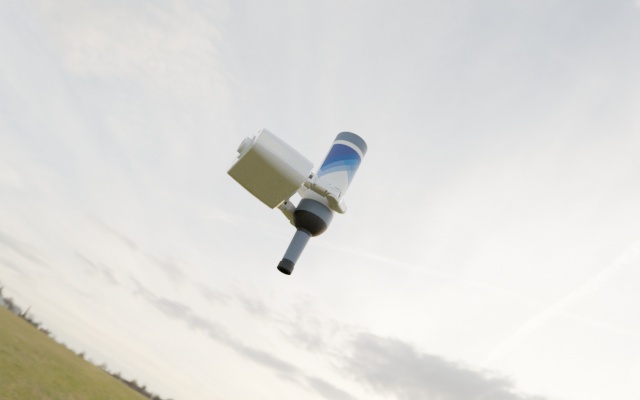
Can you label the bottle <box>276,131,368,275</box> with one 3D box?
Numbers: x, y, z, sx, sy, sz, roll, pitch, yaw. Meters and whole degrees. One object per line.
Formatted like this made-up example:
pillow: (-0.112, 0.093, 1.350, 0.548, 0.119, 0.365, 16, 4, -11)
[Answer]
bottle: (0.000, 0.003, 0.855, 0.069, 0.295, 0.069, 21, -30, 13)
